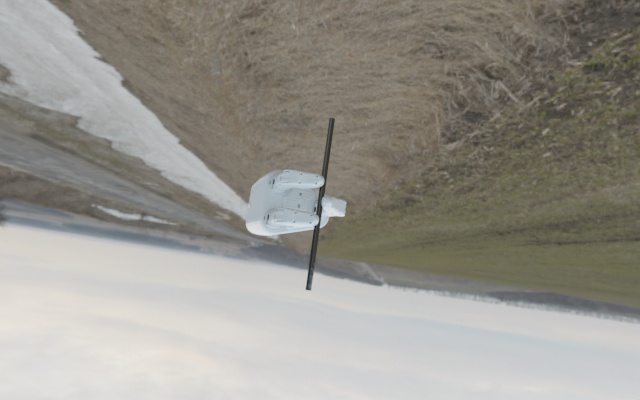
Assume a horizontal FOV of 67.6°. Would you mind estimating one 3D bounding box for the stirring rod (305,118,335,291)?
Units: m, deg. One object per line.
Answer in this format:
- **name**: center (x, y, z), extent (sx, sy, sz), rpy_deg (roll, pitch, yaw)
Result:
- **stirring rod**: center (0.000, 0.002, 0.656), extent (0.011, 0.239, 0.011), rpy_deg (8, -9, 1)
